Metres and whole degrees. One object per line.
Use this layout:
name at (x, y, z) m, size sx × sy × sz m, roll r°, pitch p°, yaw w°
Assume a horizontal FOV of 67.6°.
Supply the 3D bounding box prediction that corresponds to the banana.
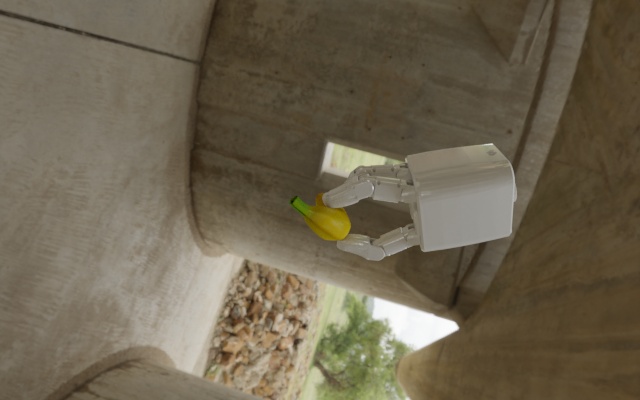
banana at (0.010, 0.017, 0.596) m, size 0.037 × 0.069 × 0.198 m, roll -35°, pitch -4°, yaw 6°
